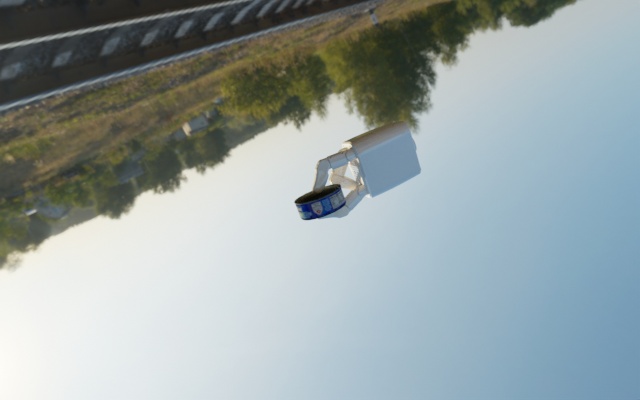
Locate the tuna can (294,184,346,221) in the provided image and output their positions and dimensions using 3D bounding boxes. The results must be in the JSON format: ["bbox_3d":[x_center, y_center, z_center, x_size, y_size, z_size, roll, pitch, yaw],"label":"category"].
[{"bbox_3d":[0.000,0.003,0.825,0.086,0.034,0.086,-20,12,4],"label":"tuna can"}]
